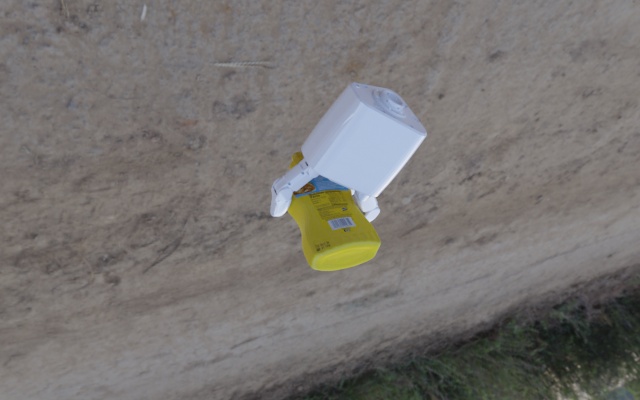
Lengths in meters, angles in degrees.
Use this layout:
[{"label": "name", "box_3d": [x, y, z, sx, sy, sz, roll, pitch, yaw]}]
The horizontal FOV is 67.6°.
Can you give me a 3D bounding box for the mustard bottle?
[{"label": "mustard bottle", "box_3d": [0.000, 0.003, 0.650, 0.096, 0.191, 0.058, -9, -40, -22]}]
